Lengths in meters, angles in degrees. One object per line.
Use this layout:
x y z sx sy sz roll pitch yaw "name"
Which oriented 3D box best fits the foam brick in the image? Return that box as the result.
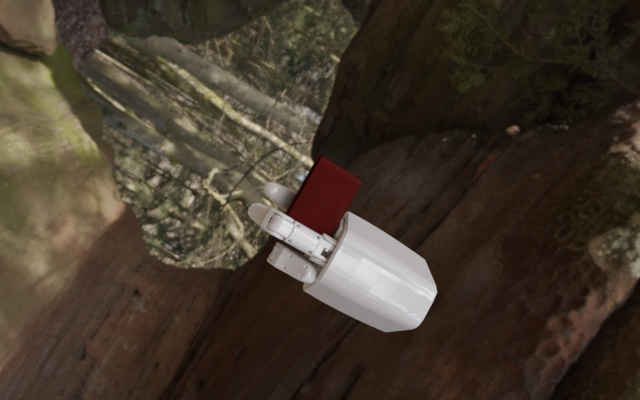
0.000 0.001 0.490 0.051 0.078 0.053 30 -4 -2 "foam brick"
